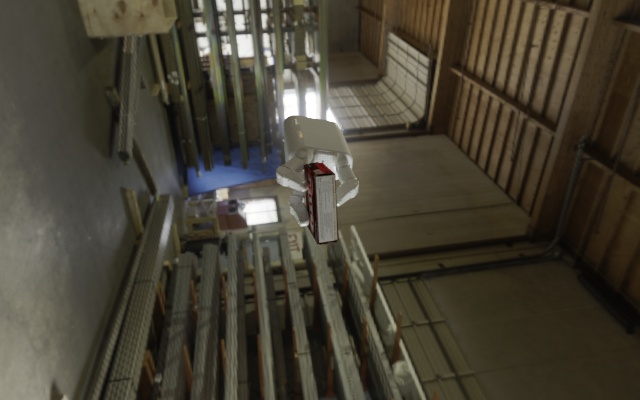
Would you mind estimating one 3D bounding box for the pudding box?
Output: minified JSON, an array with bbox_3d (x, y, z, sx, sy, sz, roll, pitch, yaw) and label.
[{"bbox_3d":[0.000,0.002,0.757,0.039,0.113,0.090,-8,16,-9],"label":"pudding box"}]
